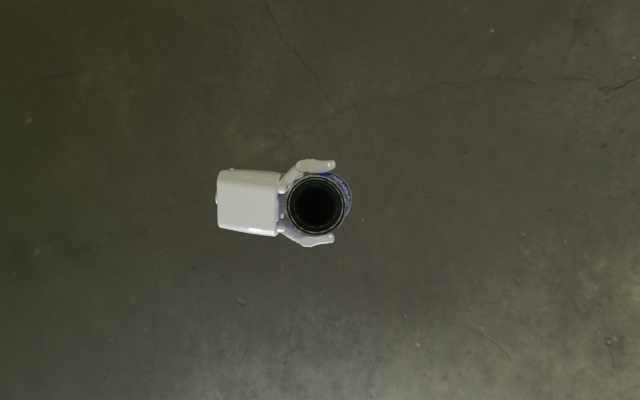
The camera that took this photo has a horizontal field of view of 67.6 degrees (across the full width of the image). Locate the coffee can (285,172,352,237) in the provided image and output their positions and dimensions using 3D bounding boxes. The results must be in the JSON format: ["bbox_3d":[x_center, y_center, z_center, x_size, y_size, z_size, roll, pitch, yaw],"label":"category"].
[{"bbox_3d":[0.000,0.003,0.845,0.103,0.103,0.140,0,5,7],"label":"coffee can"}]
